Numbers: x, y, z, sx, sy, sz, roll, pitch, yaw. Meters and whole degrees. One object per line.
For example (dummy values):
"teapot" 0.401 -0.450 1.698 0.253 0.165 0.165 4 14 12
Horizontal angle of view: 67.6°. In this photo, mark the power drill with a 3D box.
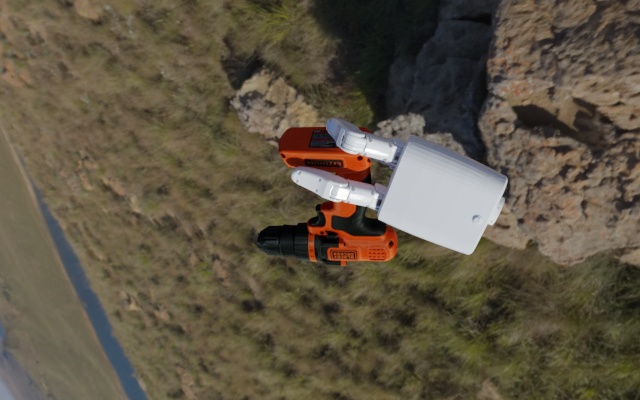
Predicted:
"power drill" 0.000 0.002 0.581 0.184 0.188 0.057 0 42 9
